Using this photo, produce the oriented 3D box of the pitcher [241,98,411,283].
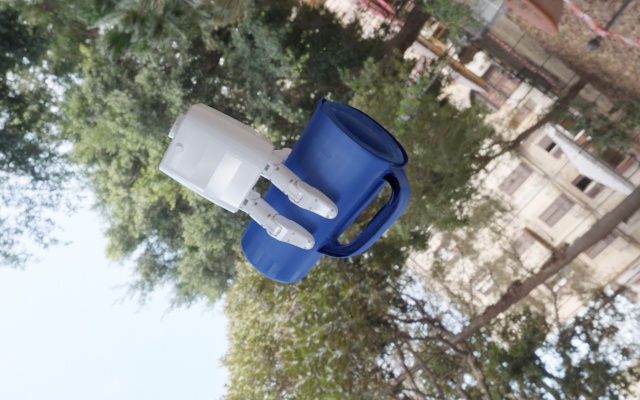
[{"bbox_3d":[0.000,0.002,0.634,0.145,0.243,0.149,30,26,-14],"label":"pitcher"}]
